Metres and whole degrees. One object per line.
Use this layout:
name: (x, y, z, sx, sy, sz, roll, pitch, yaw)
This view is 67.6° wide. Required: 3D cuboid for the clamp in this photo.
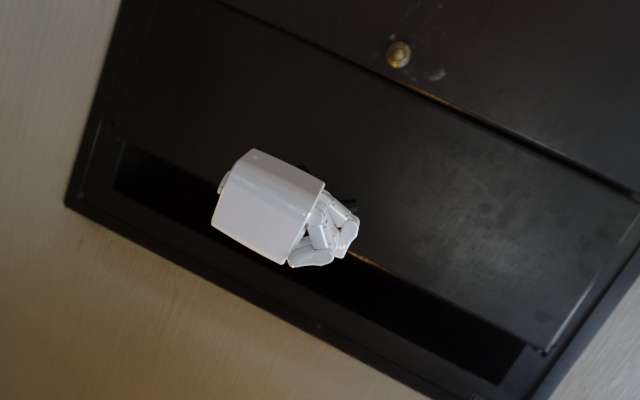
clamp: (0.000, 0.003, 0.694, 0.120, 0.039, 0.171, 31, 17, -3)
